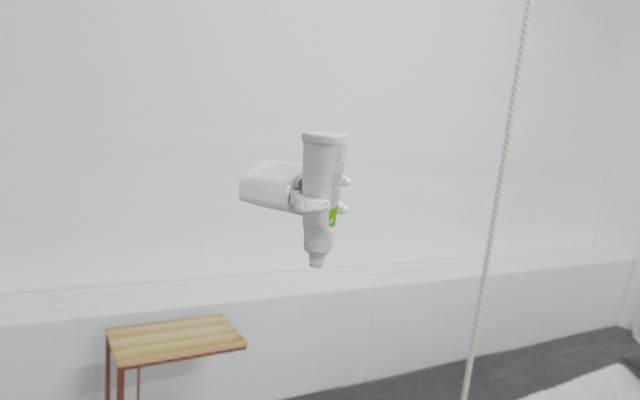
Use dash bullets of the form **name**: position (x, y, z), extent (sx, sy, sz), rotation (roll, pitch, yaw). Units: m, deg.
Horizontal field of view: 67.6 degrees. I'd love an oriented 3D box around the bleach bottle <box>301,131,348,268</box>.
- **bleach bottle**: position (0.000, 0.003, 0.871), extent (0.068, 0.251, 0.102), rotation (10, 13, 21)
